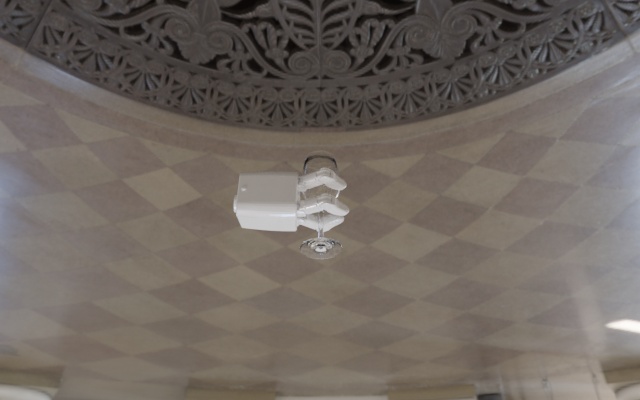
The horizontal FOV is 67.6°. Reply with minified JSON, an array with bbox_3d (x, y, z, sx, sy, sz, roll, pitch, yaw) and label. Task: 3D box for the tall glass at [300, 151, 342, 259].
[{"bbox_3d":[0.000,0.004,0.888,0.079,0.201,0.079,0,-35,0],"label":"tall glass"}]
